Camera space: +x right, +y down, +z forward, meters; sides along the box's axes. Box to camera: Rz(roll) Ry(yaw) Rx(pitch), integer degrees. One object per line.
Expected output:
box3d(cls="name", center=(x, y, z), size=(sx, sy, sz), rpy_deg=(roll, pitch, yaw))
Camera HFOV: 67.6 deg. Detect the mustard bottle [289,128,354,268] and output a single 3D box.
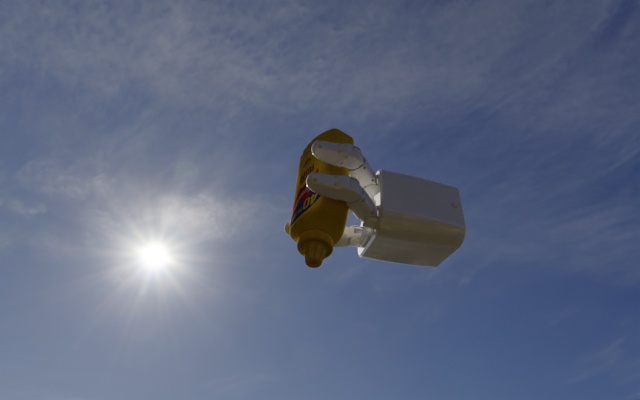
box3d(cls="mustard bottle", center=(0.000, 0.002, 0.590), size=(0.058, 0.191, 0.096), rpy_deg=(29, -49, -22))
